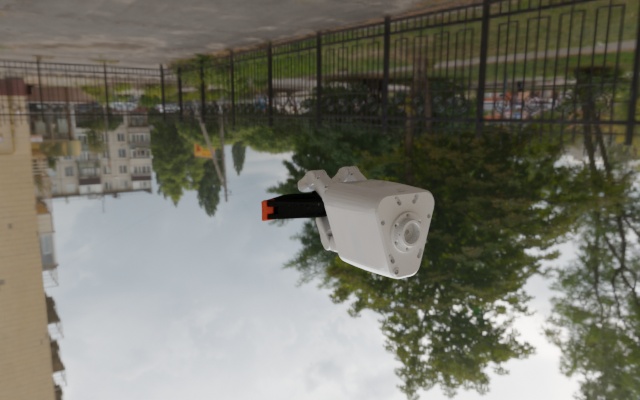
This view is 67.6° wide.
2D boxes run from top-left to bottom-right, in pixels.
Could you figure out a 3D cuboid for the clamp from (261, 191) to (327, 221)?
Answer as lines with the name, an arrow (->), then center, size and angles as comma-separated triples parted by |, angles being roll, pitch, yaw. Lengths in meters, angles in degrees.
clamp -> 0.000, 0.003, 0.709 | 0.210, 0.036, 0.164 | -6, 9, -31
